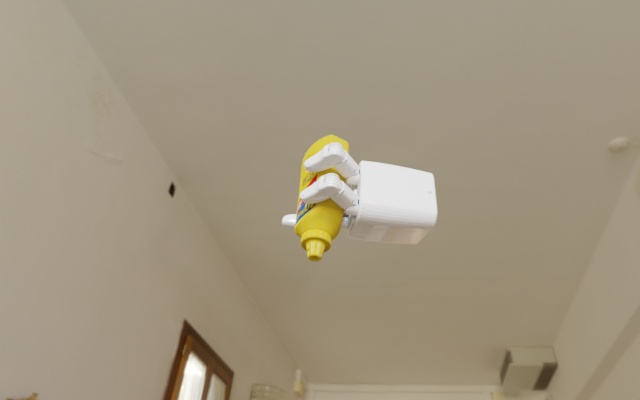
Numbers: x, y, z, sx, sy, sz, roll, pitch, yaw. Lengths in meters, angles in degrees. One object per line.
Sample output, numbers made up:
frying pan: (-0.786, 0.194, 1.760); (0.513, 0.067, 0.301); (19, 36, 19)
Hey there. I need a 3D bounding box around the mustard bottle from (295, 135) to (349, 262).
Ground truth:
mustard bottle: (0.000, 0.002, 0.682); (0.058, 0.191, 0.096); (24, -43, -22)
